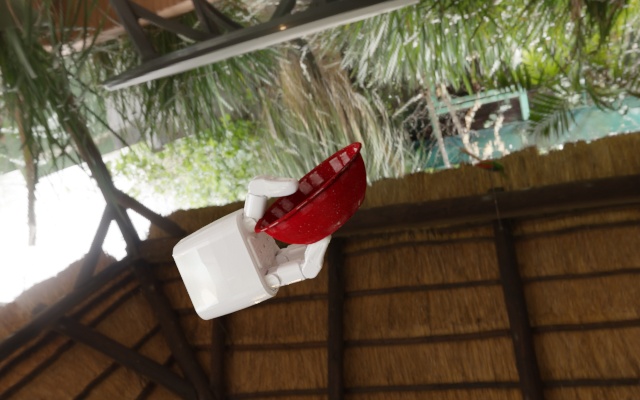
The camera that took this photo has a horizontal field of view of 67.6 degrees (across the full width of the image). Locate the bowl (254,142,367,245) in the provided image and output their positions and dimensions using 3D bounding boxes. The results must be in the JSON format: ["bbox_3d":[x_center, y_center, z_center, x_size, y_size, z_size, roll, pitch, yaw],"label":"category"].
[{"bbox_3d":[0.001,0.002,0.564,0.162,0.055,0.162,-38,11,9],"label":"bowl"}]
